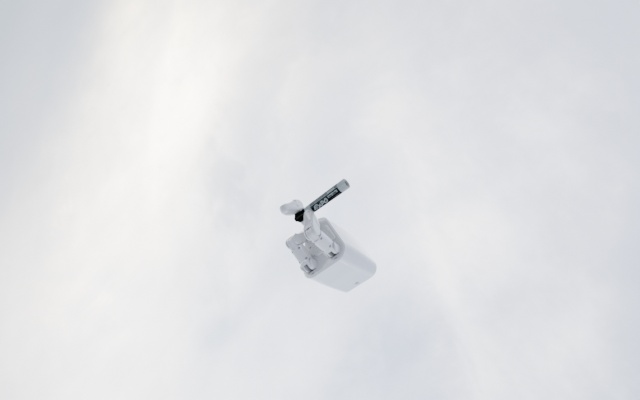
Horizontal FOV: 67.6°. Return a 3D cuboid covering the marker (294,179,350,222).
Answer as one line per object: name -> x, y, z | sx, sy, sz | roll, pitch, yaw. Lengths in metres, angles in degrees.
marker -> 0.000, 0.003, 0.836 | 0.121, 0.020, 0.020 | -36, -17, 24
